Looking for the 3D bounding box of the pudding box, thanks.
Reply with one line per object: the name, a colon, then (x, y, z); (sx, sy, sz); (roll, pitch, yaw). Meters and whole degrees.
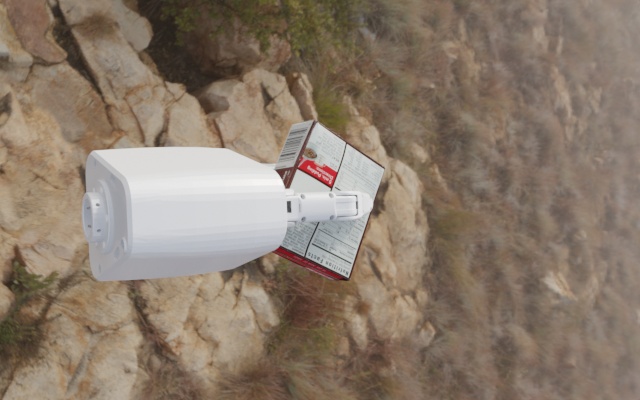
pudding box: (0.000, 0.001, 0.407); (0.090, 0.113, 0.039); (31, -18, -32)
